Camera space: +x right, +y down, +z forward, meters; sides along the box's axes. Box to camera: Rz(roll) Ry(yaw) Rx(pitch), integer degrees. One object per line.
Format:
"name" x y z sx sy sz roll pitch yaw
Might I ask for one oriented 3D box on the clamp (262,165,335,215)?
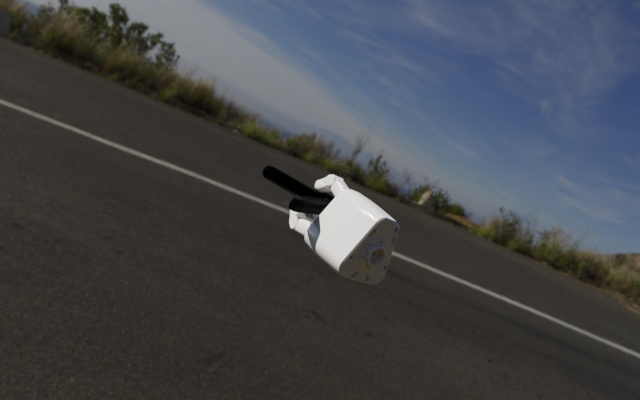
"clamp" 0.001 0.002 0.832 0.210 0.036 0.164 22 14 -36
